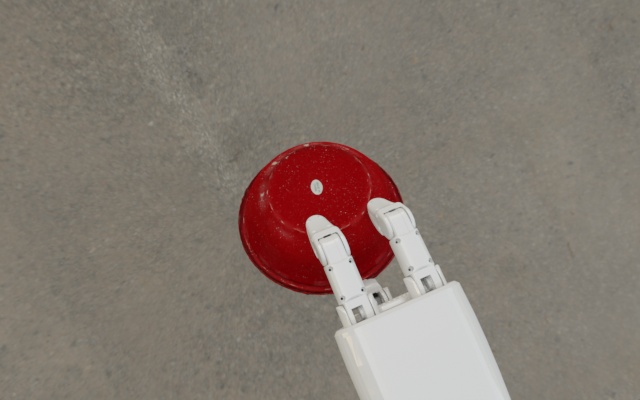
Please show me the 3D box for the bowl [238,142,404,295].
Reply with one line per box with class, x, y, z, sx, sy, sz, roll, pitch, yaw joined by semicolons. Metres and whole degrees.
bowl;-0.001;0.000;0.441;0.162;0.162;0.055;0;-29;2
